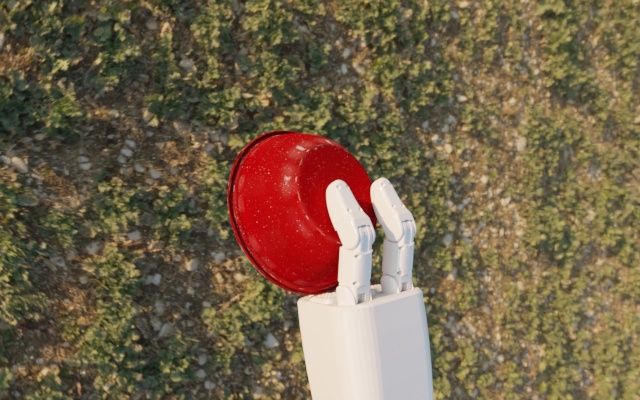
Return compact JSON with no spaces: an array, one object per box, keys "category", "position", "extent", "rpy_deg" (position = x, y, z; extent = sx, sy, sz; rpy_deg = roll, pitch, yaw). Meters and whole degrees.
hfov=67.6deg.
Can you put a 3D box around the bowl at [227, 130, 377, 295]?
[{"category":"bowl","position":[0.000,0.000,0.433],"extent":[0.162,0.162,0.055],"rpy_deg":[0,-17,-40]}]
